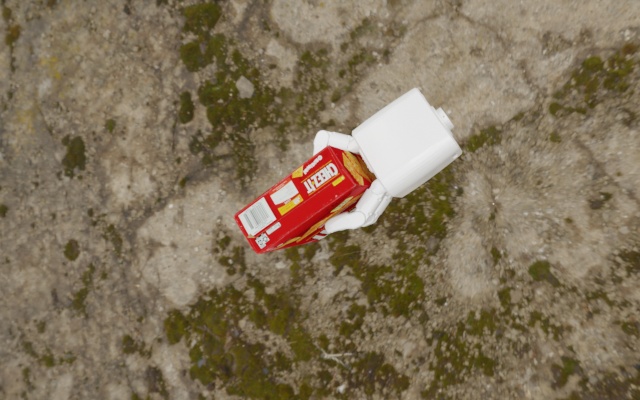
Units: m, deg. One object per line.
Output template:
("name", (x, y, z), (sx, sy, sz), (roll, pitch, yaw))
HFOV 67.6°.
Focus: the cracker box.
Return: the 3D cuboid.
("cracker box", (0.000, 0.002, 0.695), (0.164, 0.072, 0.214), (-36, -12, 16))
